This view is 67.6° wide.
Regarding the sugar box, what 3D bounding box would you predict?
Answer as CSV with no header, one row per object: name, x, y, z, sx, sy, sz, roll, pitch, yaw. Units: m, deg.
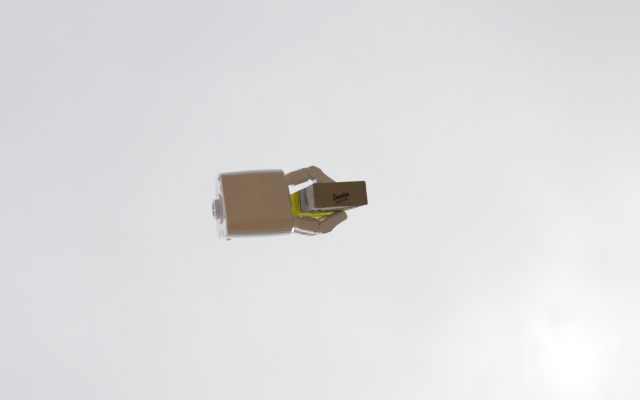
sugar box,0.000,0.003,0.810,0.093,0.048,0.176,-4,-4,-21
